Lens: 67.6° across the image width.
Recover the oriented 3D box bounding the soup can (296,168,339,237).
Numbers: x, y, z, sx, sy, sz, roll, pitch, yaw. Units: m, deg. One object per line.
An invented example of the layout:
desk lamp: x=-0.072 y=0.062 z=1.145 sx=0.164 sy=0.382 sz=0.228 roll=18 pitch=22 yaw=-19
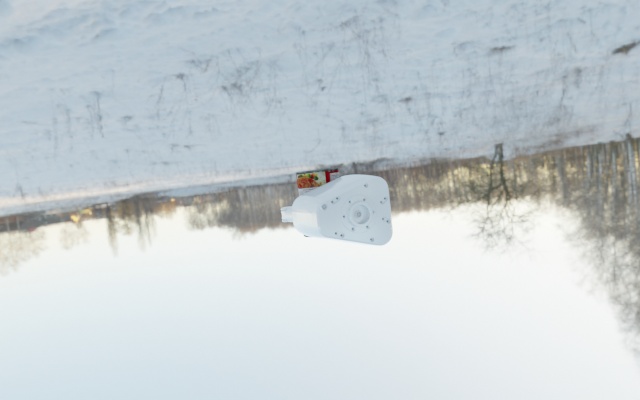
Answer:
soup can: x=0.000 y=0.003 z=0.752 sx=0.068 sy=0.102 sz=0.068 roll=-6 pitch=3 yaw=0
